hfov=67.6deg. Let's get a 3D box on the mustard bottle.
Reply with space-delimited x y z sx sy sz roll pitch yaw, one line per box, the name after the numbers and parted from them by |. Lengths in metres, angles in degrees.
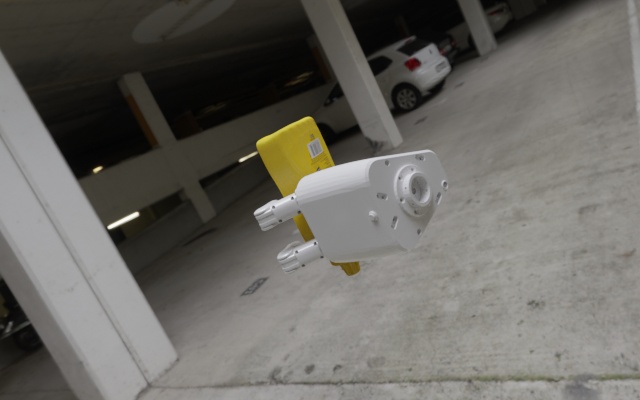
0.000 0.002 0.561 0.058 0.191 0.096 -21 10 28 | mustard bottle
